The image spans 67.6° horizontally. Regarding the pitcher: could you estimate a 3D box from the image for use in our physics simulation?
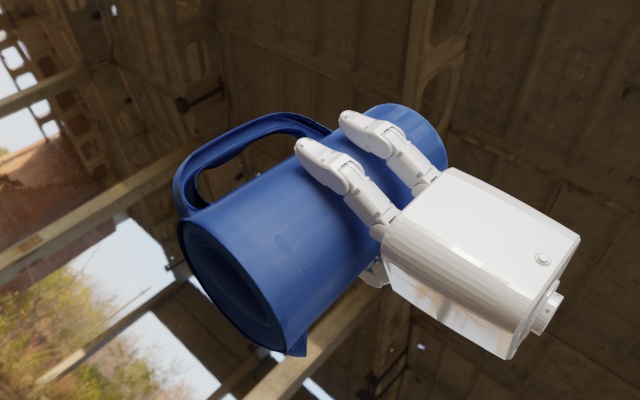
[{"bbox_3d":[0.000,0.002,0.429,0.145,0.149,0.242,32,55,31],"label":"pitcher"}]
